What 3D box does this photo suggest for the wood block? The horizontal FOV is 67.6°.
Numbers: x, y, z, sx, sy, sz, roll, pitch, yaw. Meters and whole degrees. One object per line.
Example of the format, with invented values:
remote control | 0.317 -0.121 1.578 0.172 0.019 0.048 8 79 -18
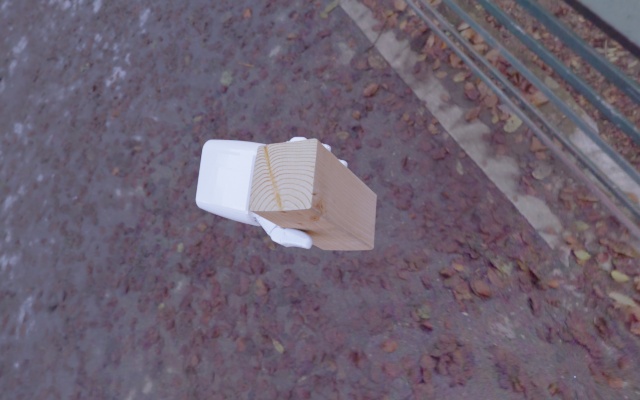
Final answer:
wood block | 0.000 0.002 0.662 0.090 0.090 0.206 -3 -19 27
